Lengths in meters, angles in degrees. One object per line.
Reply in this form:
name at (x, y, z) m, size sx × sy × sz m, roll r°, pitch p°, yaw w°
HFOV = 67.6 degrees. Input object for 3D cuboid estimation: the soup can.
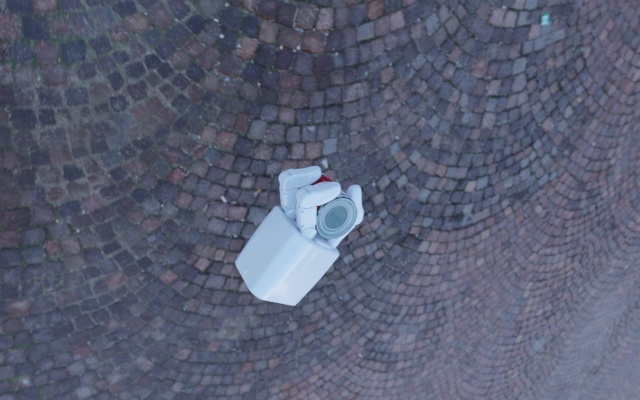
soup can at (0.001, 0.002, 0.688) m, size 0.068 × 0.068 × 0.102 m, roll 0°, pitch 27°, yaw -30°
